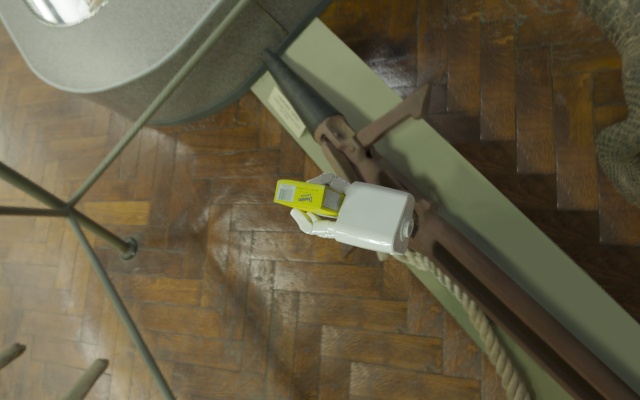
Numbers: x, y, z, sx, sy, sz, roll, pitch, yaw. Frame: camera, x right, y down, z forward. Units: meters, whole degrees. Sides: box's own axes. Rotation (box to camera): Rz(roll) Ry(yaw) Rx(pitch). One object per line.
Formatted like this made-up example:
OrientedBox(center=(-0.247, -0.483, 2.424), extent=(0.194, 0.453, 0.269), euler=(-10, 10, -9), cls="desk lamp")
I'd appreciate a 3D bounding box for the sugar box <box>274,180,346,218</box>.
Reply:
OrientedBox(center=(0.000, 0.003, 0.866), extent=(0.093, 0.048, 0.176), euler=(9, -7, 27), cls="sugar box")
